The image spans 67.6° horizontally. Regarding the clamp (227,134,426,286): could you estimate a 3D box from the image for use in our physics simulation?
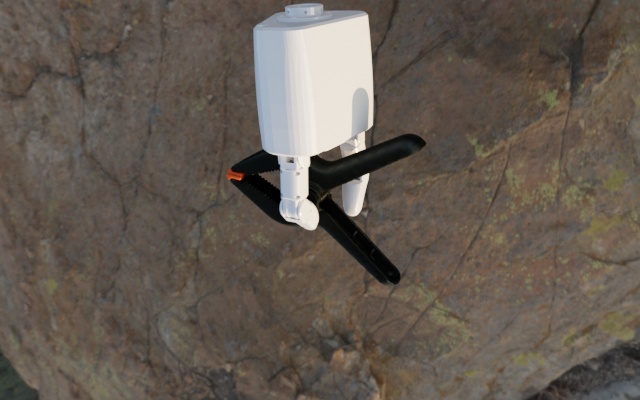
[{"bbox_3d":[-0.001,0.002,0.494,0.210,0.165,0.036,9,28,23],"label":"clamp"}]
